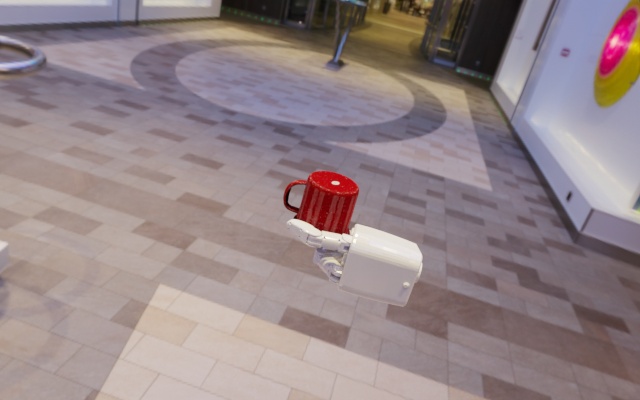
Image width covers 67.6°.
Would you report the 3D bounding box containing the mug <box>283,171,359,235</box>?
[{"bbox_3d":[-0.001,0.002,0.743,0.117,0.081,0.093,17,25,3],"label":"mug"}]
